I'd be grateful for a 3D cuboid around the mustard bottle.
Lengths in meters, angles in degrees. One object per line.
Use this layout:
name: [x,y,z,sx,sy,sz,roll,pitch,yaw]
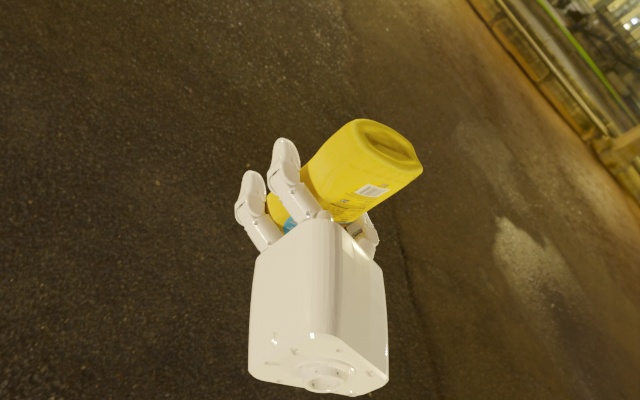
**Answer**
mustard bottle: [0.000,0.001,0.470,0.096,0.058,0.192,9,-38,-45]
